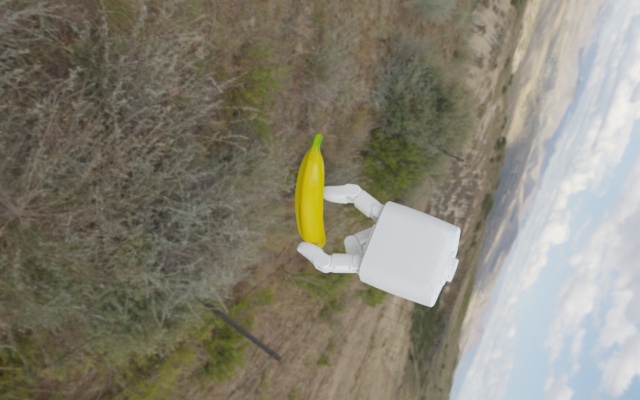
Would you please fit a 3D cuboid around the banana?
[{"bbox_3d":[-0.009,0.009,0.672,0.037,0.198,0.069,20,40,22],"label":"banana"}]
